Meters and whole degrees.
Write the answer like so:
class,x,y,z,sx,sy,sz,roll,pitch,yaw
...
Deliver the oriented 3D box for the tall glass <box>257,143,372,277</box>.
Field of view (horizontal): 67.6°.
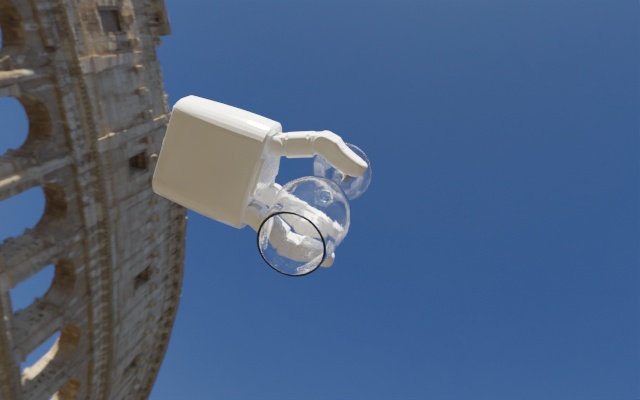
class,x,y,z,sx,sy,sz,roll,pitch,yaw
tall glass,0.000,0.001,0.492,0.079,0.079,0.201,0,22,16
